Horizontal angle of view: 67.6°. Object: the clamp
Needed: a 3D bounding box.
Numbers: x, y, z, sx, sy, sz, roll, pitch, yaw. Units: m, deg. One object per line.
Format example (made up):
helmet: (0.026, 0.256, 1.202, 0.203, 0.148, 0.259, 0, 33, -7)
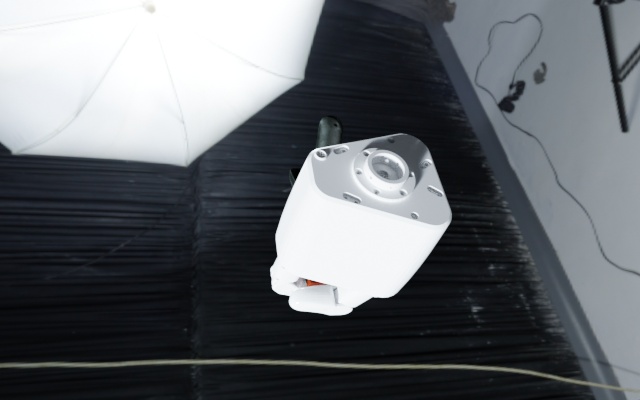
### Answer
clamp: (-0.001, 0.002, 0.486, 0.039, 0.171, 0.120, 2, -36, -17)
